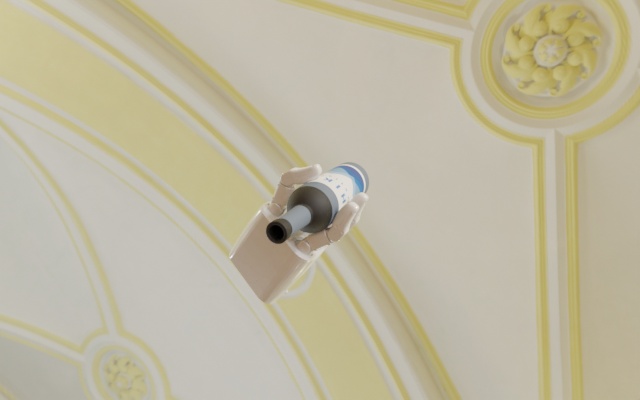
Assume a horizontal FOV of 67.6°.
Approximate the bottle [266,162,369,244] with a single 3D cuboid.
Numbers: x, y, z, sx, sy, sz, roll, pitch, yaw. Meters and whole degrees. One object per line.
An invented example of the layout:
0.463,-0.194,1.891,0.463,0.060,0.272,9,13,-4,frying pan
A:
0.000,0.002,0.674,0.069,0.069,0.295,0,14,21,bottle
